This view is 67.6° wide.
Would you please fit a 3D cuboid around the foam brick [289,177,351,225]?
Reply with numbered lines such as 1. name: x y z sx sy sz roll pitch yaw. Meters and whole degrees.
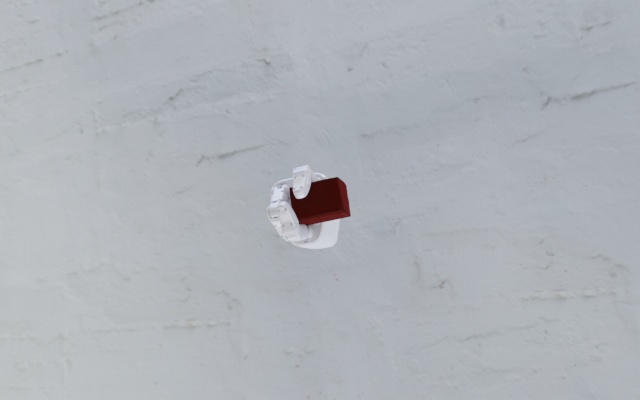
1. foam brick: 0.000 0.002 0.702 0.078 0.053 0.051 -11 -14 15
